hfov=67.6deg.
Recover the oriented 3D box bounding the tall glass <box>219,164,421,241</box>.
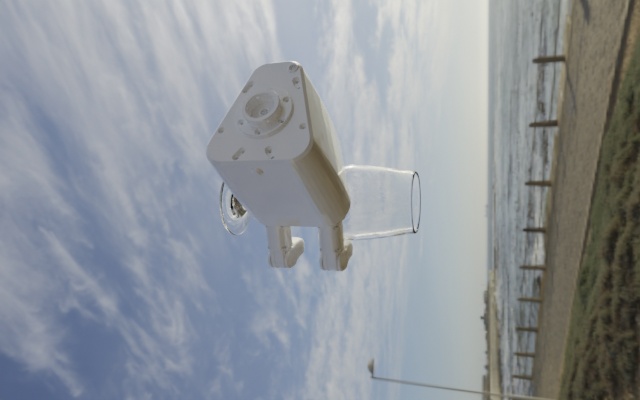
[{"bbox_3d":[-0.001,0.002,0.501,0.201,0.079,0.079,0,0,19],"label":"tall glass"}]
